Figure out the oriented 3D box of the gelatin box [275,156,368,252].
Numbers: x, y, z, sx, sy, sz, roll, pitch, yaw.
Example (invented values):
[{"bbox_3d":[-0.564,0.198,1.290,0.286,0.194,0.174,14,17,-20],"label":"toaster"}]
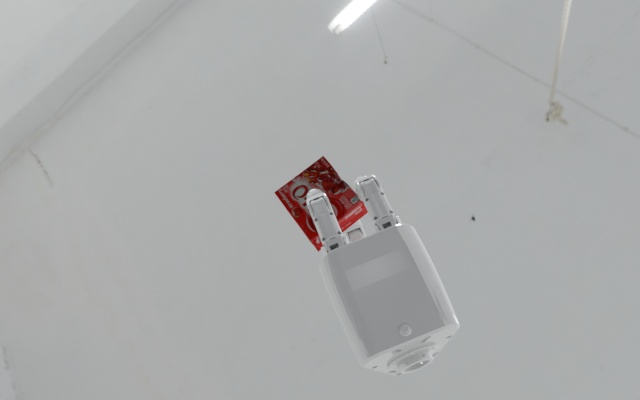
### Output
[{"bbox_3d":[0.000,0.002,0.545,0.073,0.089,0.030,-37,-37,-1],"label":"gelatin box"}]
